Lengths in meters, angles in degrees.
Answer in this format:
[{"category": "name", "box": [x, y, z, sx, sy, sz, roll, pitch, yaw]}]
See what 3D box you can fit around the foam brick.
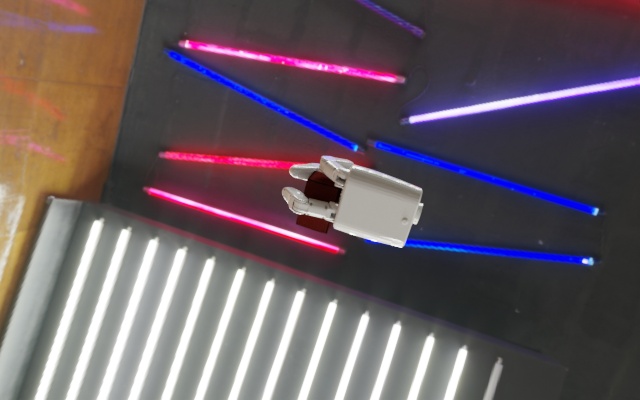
[{"category": "foam brick", "box": [0.000, 0.003, 0.730, 0.051, 0.078, 0.053, 18, 21, 5]}]
